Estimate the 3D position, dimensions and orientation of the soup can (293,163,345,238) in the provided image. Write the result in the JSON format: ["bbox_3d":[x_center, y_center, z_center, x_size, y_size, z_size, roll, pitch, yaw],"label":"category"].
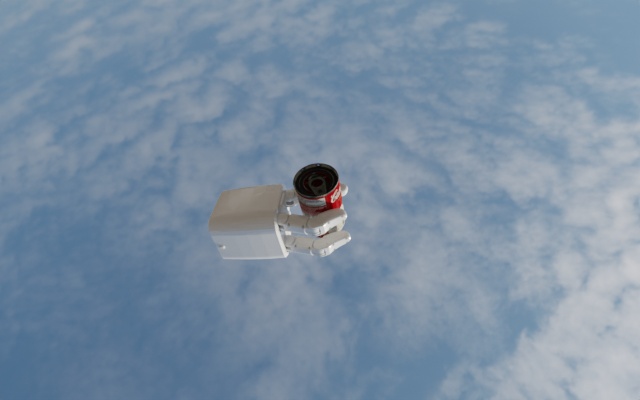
[{"bbox_3d":[0.001,0.002,0.734,0.068,0.068,0.102,0,-41,11],"label":"soup can"}]
